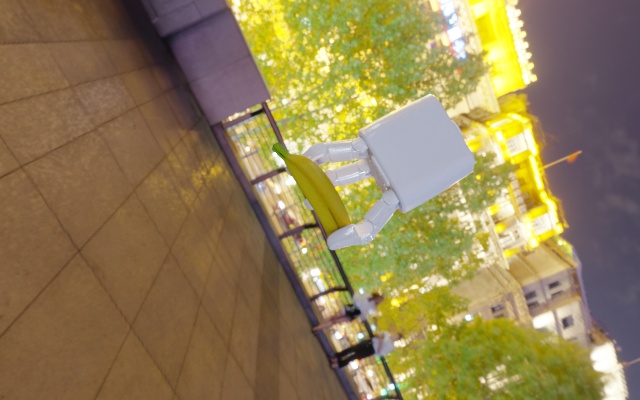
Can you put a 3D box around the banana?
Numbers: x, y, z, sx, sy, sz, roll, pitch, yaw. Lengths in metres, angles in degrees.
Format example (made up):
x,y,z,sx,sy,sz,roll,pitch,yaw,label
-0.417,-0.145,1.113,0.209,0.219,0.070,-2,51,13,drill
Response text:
x,y,z,sx,sy,sz,roll,pitch,yaw,label
0.007,0.008,0.597,0.037,0.198,0.069,-35,39,-7,banana
